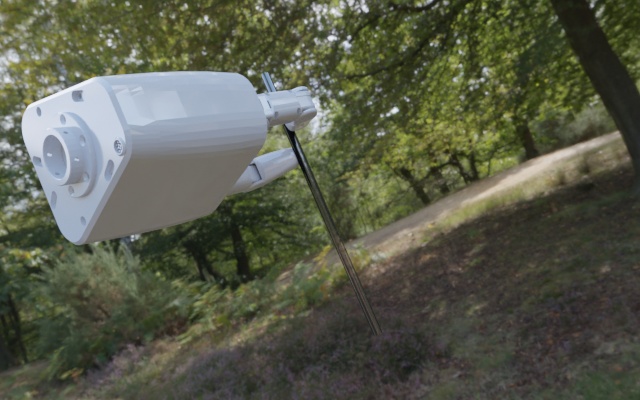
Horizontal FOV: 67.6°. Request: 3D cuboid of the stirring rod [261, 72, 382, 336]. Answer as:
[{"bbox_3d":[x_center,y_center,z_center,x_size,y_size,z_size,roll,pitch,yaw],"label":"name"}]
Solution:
[{"bbox_3d":[0.000,0.001,0.406,0.011,0.239,0.011,-23,-3,-1],"label":"stirring rod"}]
